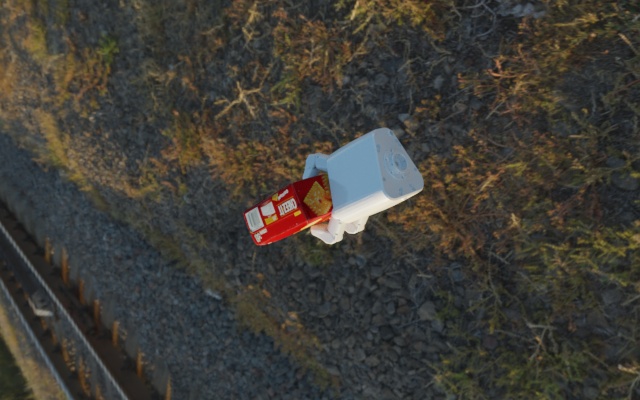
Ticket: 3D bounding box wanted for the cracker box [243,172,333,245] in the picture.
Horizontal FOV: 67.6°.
[{"bbox_3d":[0.000,0.003,0.825,0.213,0.072,0.164,-17,-7,-40],"label":"cracker box"}]
